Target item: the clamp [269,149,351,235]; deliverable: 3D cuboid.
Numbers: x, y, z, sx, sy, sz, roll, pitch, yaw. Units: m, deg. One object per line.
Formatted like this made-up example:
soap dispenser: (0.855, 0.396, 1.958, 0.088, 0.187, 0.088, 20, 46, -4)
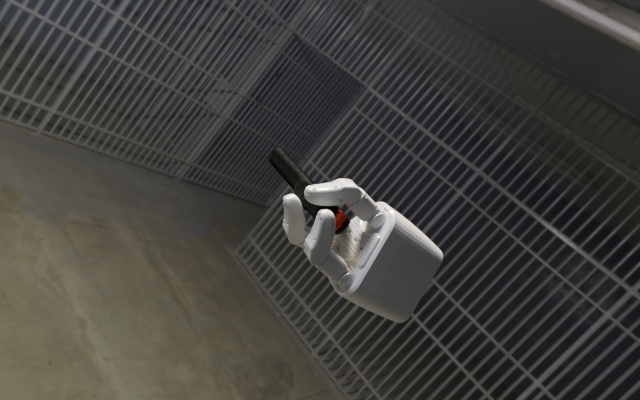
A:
clamp: (0.000, 0.001, 0.592, 0.120, 0.039, 0.171, 35, 11, -33)
